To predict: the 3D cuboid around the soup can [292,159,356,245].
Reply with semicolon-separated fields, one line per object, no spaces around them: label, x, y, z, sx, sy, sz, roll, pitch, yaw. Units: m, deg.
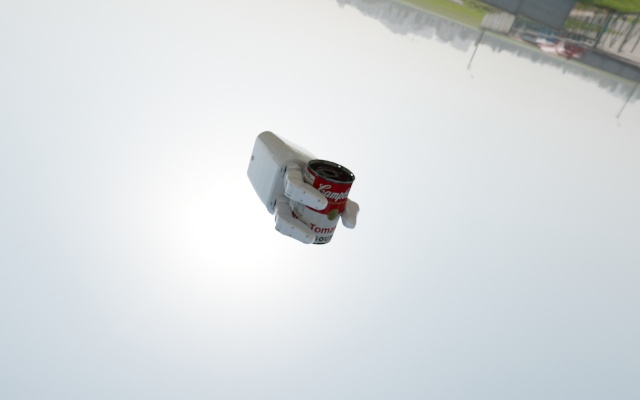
soup can;0.000;0.003;0.666;0.068;0.102;0.068;16;24;-8
